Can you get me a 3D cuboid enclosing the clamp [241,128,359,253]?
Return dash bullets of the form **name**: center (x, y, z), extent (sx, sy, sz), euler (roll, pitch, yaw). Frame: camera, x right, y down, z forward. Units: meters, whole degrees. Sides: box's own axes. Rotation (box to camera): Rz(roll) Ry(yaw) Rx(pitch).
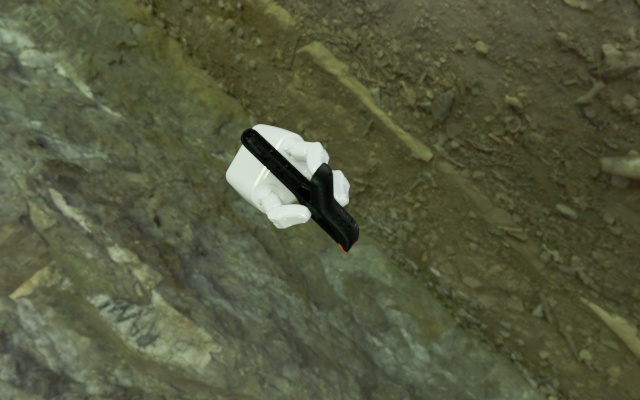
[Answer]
- **clamp**: center (0.000, 0.003, 0.590), extent (0.164, 0.036, 0.210), euler (28, -18, 53)
